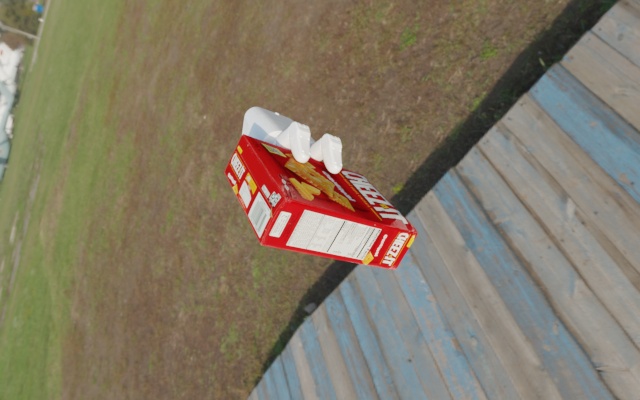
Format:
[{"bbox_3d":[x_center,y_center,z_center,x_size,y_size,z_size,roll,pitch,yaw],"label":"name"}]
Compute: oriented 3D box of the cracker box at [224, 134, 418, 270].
[{"bbox_3d":[0.000,0.002,0.629,0.214,0.072,0.164,15,24,-35],"label":"cracker box"}]
